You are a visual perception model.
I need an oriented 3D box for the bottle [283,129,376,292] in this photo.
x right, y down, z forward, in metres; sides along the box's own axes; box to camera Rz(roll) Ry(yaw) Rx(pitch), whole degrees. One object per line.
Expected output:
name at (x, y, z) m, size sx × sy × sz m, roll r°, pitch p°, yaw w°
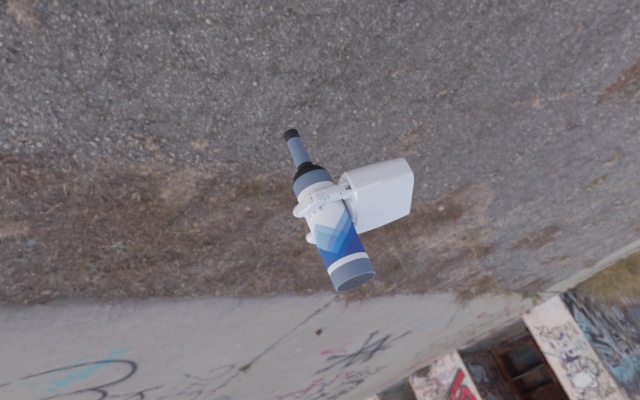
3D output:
bottle at (0.000, 0.003, 0.791) m, size 0.069 × 0.295 × 0.069 m, roll -19°, pitch -25°, yaw -10°
